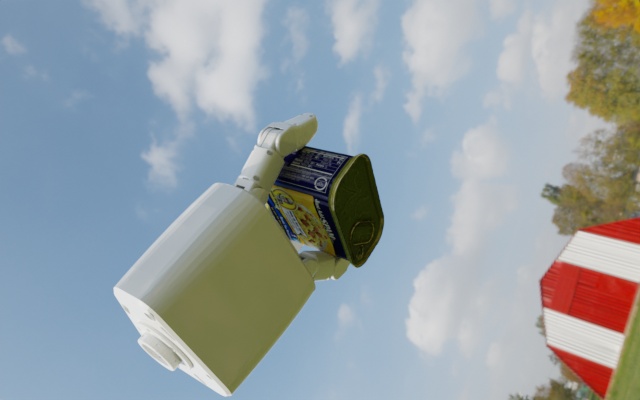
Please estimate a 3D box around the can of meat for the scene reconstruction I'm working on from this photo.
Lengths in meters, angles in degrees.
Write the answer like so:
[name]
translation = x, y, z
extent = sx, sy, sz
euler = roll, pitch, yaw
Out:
[can of meat]
translation = 0.000, 0.001, 0.410
extent = 0.084, 0.057, 0.102
euler = 16, -36, 32
